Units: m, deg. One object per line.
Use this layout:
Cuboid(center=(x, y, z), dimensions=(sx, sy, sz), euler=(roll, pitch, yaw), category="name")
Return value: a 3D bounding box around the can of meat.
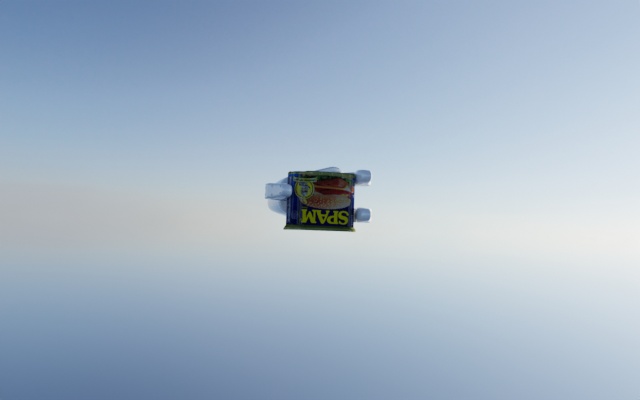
Cuboid(center=(0.000, 0.002, 0.687), dimensions=(0.102, 0.084, 0.057), euler=(3, -4, -14), category="can of meat")
